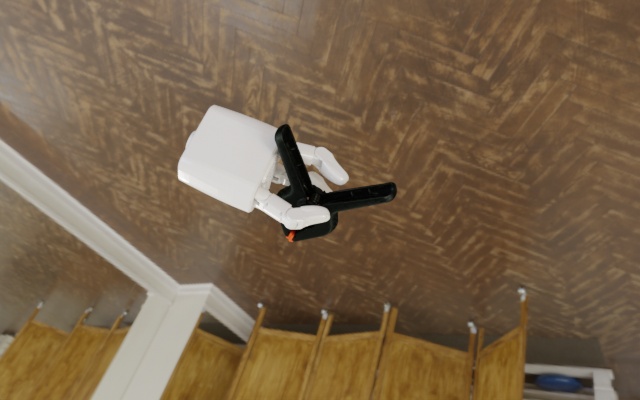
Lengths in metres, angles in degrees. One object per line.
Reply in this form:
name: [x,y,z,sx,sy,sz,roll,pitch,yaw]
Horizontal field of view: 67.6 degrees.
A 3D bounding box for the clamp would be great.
clamp: [-0.001,0.003,0.647,0.164,0.036,0.210,25,-37,2]
